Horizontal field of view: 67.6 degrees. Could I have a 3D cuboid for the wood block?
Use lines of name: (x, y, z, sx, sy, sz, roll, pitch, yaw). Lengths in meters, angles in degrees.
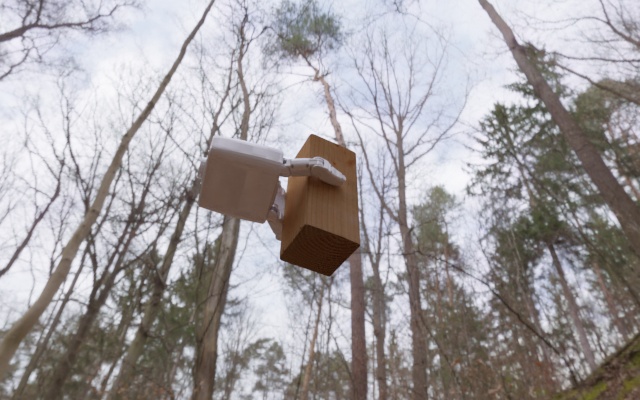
wood block: (0.000, 0.002, 0.755, 0.090, 0.206, 0.091, 22, -48, -19)
